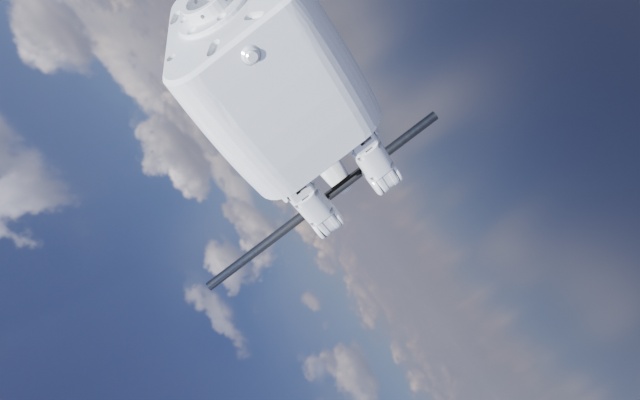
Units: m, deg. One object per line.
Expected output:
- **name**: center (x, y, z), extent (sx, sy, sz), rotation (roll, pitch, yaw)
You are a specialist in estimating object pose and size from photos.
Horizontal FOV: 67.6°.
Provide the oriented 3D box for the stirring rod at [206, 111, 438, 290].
- **stirring rod**: center (0.000, 0.001, 0.404), extent (0.239, 0.011, 0.011), rotation (-37, -2, 3)
